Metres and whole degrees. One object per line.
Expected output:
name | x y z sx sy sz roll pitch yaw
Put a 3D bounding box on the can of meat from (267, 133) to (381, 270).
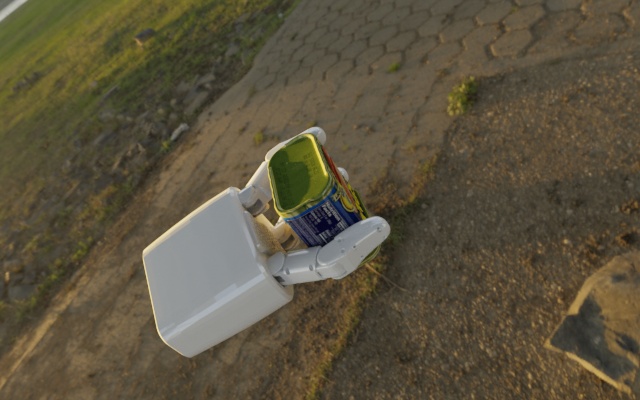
can of meat | 0.000 0.001 0.414 0.057 0.084 0.102 -31 37 9
